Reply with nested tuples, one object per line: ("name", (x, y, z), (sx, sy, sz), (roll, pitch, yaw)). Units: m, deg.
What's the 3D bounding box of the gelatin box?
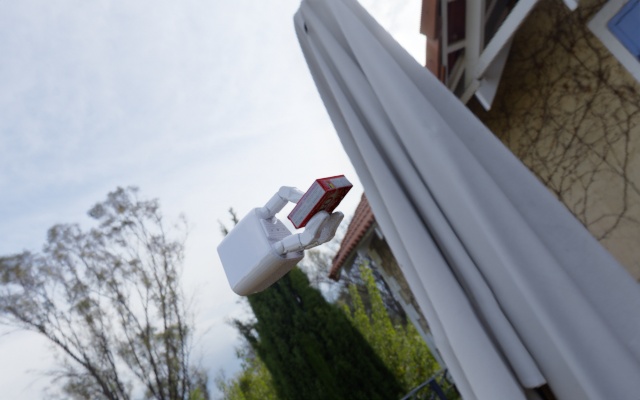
("gelatin box", (0.000, 0.002, 0.733), (0.073, 0.030, 0.089), (-13, -33, -52))
